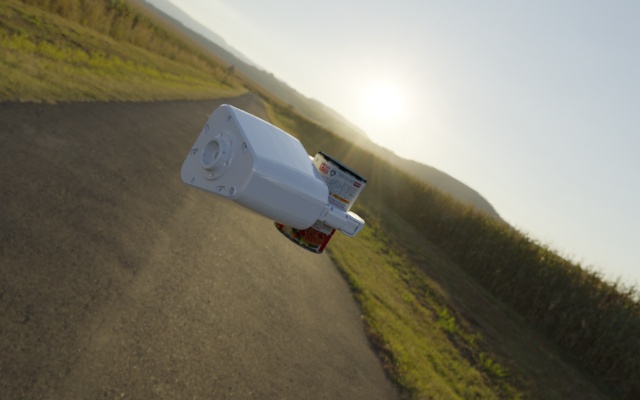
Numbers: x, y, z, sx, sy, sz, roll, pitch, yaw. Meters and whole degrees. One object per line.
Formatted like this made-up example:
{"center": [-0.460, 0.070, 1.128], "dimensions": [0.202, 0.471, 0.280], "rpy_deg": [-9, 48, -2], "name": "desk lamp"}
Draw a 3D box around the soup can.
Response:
{"center": [0.001, 0.002, 0.561], "dimensions": [0.068, 0.102, 0.068], "rpy_deg": [32, 7, -4], "name": "soup can"}
